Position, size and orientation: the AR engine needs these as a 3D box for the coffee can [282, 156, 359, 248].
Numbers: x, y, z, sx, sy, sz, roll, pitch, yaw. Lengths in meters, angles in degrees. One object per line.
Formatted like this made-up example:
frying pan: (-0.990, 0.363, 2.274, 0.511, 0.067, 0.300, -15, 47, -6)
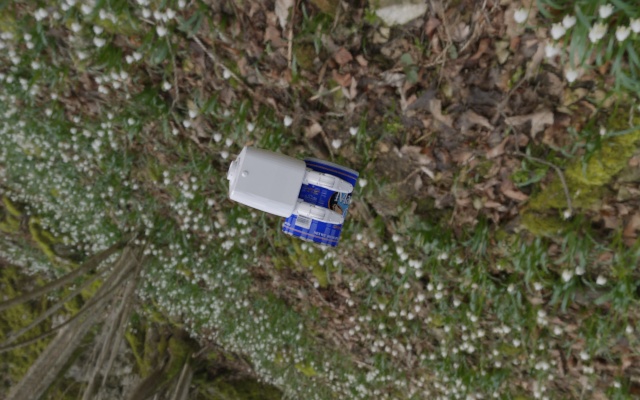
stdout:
coffee can: (0.000, 0.003, 0.854, 0.103, 0.140, 0.103, 17, -1, 0)
